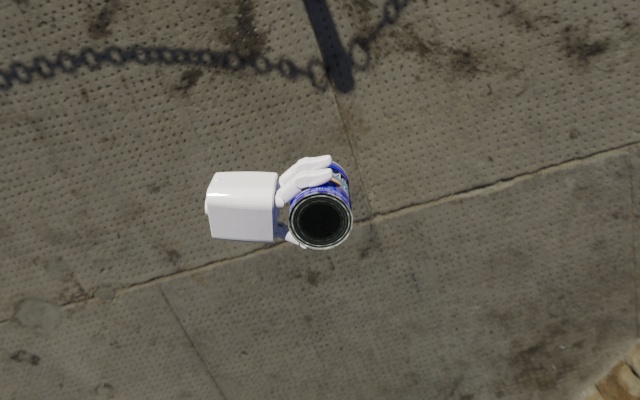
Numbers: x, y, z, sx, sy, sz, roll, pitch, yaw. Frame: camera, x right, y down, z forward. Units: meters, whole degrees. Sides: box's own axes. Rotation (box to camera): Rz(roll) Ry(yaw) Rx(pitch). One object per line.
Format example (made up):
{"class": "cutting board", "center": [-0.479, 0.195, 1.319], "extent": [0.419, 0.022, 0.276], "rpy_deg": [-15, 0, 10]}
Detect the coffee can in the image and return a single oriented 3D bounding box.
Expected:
{"class": "coffee can", "center": [0.000, 0.003, 0.801], "extent": [0.103, 0.103, 0.140], "rpy_deg": [0, 27, 0]}
